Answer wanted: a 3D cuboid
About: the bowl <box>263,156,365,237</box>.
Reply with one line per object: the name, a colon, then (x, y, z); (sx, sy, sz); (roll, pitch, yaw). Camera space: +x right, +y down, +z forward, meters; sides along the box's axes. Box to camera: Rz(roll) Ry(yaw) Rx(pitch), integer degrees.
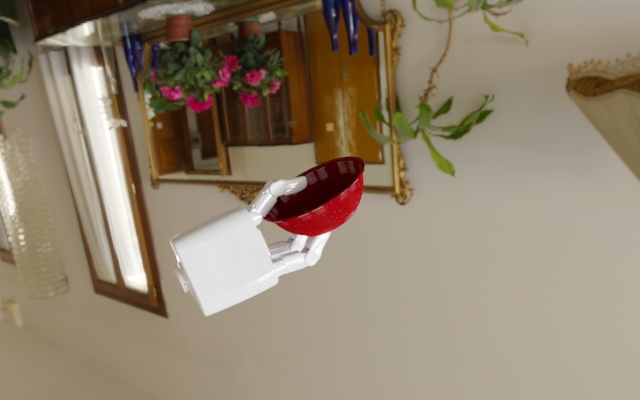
bowl: (0.001, 0.002, 0.677); (0.162, 0.055, 0.162); (-25, 22, 11)
